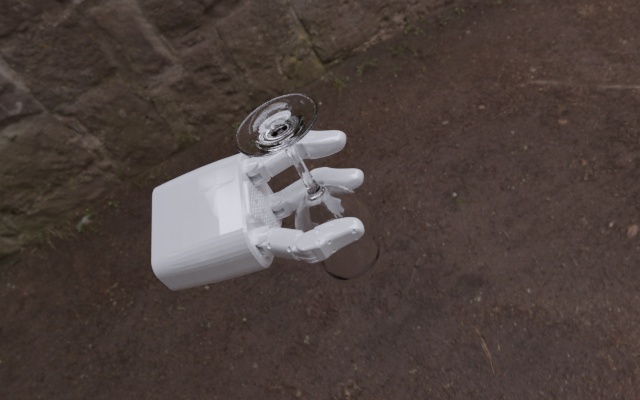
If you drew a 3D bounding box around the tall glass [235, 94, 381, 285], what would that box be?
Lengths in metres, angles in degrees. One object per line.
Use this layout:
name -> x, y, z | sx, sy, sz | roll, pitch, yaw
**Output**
tall glass -> 0.000, 0.001, 0.453 | 0.079, 0.079, 0.201 | 0, -40, 29
